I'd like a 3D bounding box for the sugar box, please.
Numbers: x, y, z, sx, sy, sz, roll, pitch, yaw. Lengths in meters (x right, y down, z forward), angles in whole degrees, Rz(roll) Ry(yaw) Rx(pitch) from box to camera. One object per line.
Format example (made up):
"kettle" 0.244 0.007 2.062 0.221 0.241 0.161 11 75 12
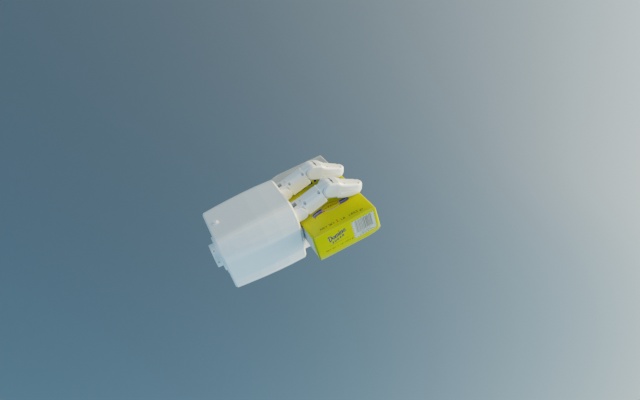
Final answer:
"sugar box" 0.000 0.002 0.676 0.093 0.048 0.176 -26 38 -12
